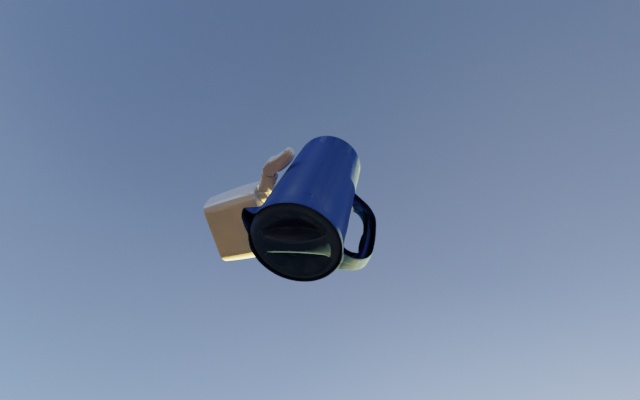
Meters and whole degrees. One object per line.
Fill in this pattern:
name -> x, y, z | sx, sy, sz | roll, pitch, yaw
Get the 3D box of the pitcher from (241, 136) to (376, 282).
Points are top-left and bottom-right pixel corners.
pitcher -> 0.000, 0.002, 0.729 | 0.145, 0.149, 0.242 | -17, 27, 25
